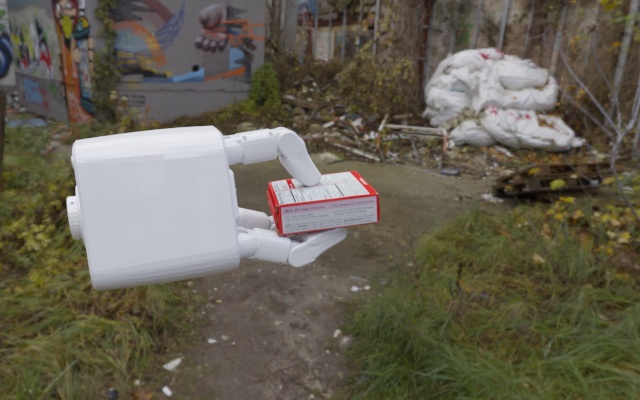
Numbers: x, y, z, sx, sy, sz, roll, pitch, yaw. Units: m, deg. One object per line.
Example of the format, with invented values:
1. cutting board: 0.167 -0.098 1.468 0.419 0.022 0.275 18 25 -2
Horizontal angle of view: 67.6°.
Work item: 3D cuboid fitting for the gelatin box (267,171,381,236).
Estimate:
1. gelatin box: 0.000 0.001 0.425 0.089 0.030 0.073 -8 19 -9
